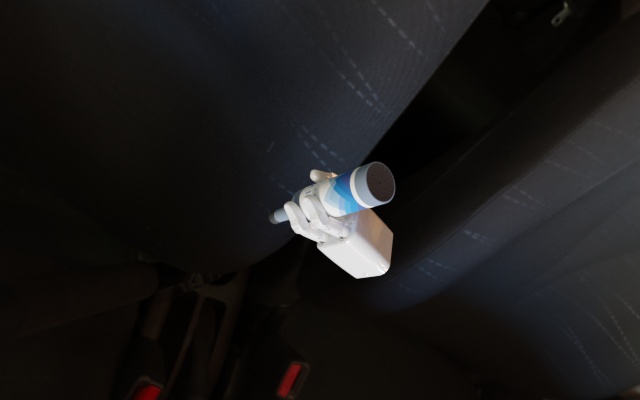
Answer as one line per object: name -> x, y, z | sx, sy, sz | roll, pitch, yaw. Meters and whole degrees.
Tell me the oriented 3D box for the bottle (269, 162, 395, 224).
bottle -> 0.000, 0.003, 0.844 | 0.069, 0.069, 0.296 | 0, -12, -40
